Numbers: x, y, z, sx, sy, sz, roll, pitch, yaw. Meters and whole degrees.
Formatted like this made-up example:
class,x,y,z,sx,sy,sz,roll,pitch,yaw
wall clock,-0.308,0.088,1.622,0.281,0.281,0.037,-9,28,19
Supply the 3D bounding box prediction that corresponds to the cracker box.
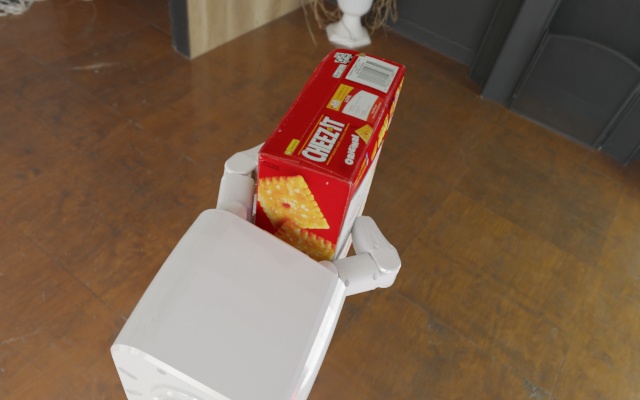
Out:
class,x,y,z,sx,sy,sz,roll,pitch,yaw
cracker box,0.000,0.001,0.419,0.072,0.214,0.164,19,46,7
